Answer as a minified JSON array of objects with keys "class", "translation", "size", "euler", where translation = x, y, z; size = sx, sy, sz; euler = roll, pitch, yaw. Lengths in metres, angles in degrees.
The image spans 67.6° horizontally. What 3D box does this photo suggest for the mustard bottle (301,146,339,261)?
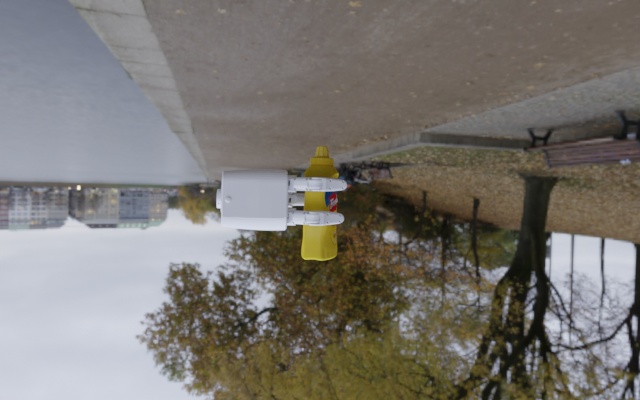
[{"class":"mustard bottle","translation":[0.000,0.003,0.821],"size":[0.058,0.191,0.096],"euler":[2,1,16]}]
